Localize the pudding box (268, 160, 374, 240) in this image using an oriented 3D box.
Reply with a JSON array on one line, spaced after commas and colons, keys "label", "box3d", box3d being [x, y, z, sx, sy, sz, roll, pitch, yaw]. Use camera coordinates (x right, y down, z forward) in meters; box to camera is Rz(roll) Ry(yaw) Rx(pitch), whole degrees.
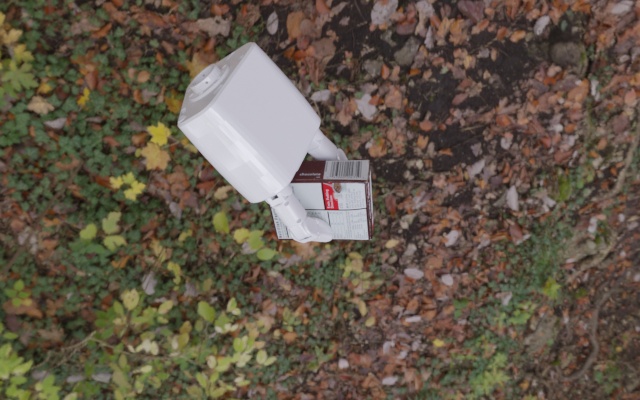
[{"label": "pudding box", "box3d": [0.000, 0.002, 0.524, 0.113, 0.090, 0.039, 1, 43, 11]}]
